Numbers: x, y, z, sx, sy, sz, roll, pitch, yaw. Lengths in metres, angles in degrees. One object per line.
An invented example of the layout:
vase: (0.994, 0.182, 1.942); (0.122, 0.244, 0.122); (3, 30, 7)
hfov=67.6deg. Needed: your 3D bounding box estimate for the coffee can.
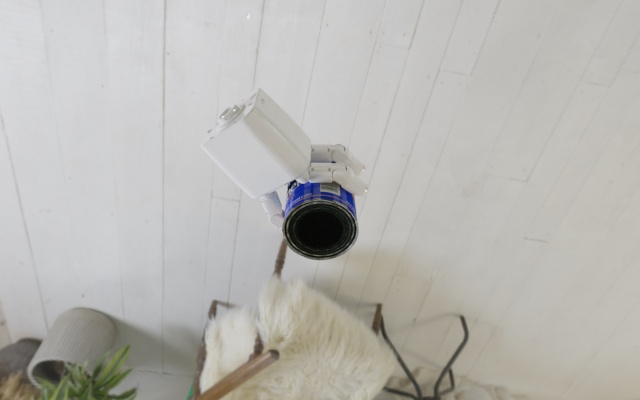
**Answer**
coffee can: (0.000, 0.002, 0.691); (0.103, 0.103, 0.140); (0, 34, 0)
